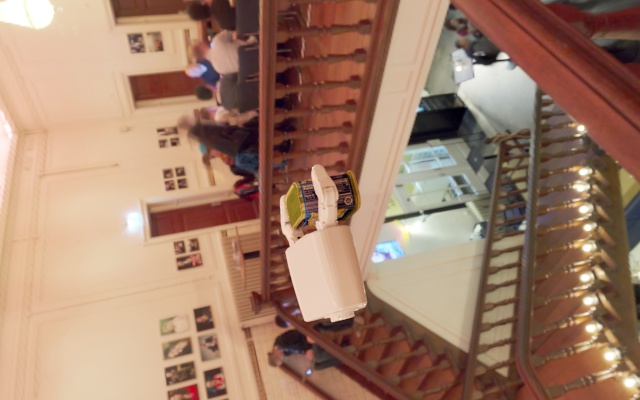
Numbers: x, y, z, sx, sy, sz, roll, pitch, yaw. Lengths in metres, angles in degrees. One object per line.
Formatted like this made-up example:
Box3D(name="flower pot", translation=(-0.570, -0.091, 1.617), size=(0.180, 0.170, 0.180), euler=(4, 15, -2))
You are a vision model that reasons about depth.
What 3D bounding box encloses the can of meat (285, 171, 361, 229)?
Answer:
Box3D(name="can of meat", translation=(0.000, 0.002, 0.679), size=(0.084, 0.057, 0.102), euler=(-10, -14, -16))
